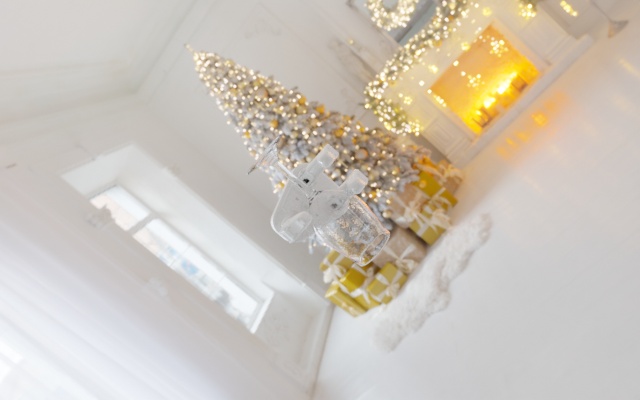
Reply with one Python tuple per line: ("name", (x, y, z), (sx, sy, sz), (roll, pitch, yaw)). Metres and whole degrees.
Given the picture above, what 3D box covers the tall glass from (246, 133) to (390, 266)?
("tall glass", (0.000, 0.002, 0.647), (0.201, 0.079, 0.079), (41, -5, -6))
